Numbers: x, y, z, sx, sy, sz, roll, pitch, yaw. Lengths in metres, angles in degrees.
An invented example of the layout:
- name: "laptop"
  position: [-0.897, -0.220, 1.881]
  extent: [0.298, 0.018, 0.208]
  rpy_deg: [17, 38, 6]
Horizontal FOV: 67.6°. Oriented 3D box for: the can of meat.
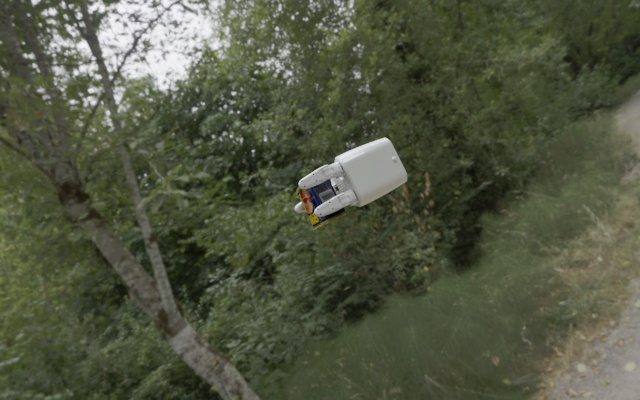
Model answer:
- name: "can of meat"
  position: [0.000, 0.003, 0.868]
  extent: [0.057, 0.084, 0.102]
  rpy_deg: [-25, -3, -13]
